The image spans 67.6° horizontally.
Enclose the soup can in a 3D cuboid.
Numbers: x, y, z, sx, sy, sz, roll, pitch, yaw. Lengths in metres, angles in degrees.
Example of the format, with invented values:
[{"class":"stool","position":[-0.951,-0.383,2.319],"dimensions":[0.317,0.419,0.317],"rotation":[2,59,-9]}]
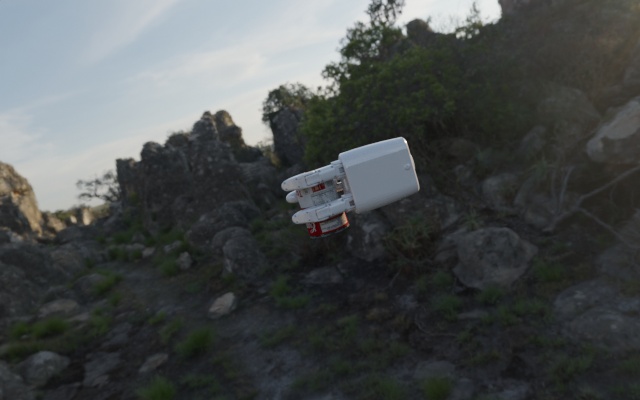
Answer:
[{"class":"soup can","position":[0.000,0.002,0.781],"dimensions":[0.068,0.102,0.068],"rotation":[-17,8,2]}]
